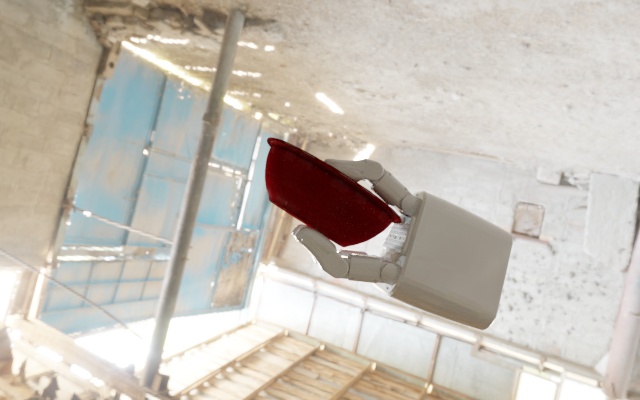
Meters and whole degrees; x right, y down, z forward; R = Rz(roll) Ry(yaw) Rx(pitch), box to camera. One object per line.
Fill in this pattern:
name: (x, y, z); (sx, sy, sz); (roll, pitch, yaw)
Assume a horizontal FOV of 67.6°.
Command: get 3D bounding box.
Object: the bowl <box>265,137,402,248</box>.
bowl: (-0.001, 0.001, 0.491); (0.162, 0.055, 0.162); (32, -4, 2)
